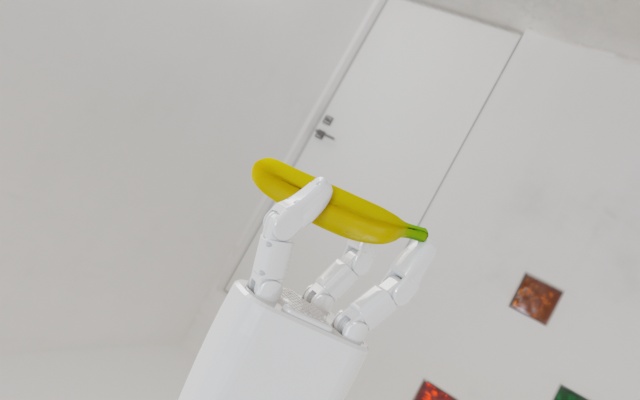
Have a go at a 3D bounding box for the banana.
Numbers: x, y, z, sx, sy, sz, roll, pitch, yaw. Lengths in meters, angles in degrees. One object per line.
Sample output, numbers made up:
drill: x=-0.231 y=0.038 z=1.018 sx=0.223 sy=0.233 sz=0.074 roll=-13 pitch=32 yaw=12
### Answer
banana: x=-0.007 y=-0.002 z=0.420 sx=0.197 sy=0.037 sz=0.070 roll=26 pitch=1 yaw=34
